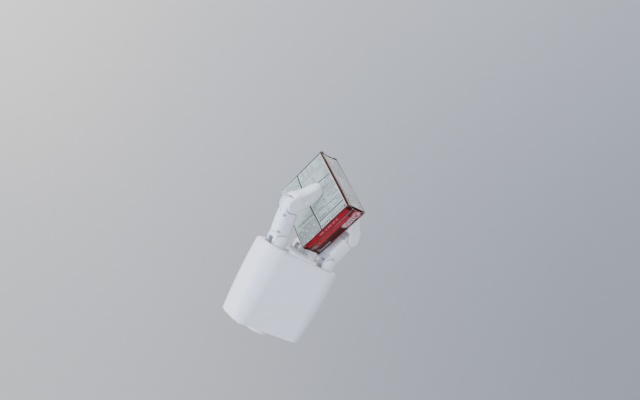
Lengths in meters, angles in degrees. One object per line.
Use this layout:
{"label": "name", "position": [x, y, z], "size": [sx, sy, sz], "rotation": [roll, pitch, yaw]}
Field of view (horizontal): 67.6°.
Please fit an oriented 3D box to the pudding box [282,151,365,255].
{"label": "pudding box", "position": [0.000, 0.002, 0.649], "size": [0.090, 0.113, 0.039], "rotation": [-43, -42, 21]}
